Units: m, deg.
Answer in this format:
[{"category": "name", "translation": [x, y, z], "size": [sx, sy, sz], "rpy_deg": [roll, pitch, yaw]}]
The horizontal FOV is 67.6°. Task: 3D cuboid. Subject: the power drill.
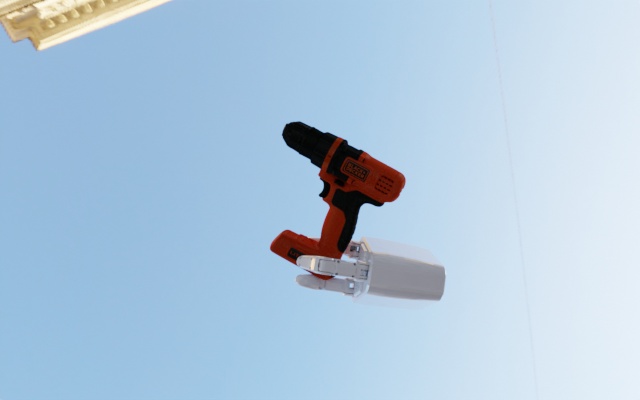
[{"category": "power drill", "translation": [0.000, 0.003, 0.670], "size": [0.184, 0.188, 0.057], "rpy_deg": [29, 16, 8]}]
